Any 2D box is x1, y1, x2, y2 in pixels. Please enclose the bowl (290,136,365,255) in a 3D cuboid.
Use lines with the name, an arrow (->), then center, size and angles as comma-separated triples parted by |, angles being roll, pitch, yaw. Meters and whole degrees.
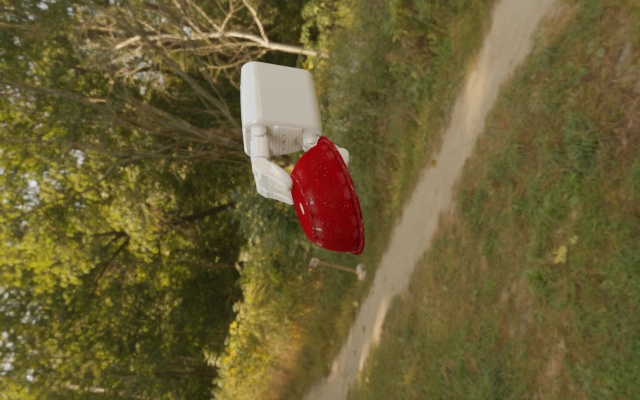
bowl -> 0.000, 0.003, 0.615 | 0.055, 0.162, 0.162 | -18, 4, -12
